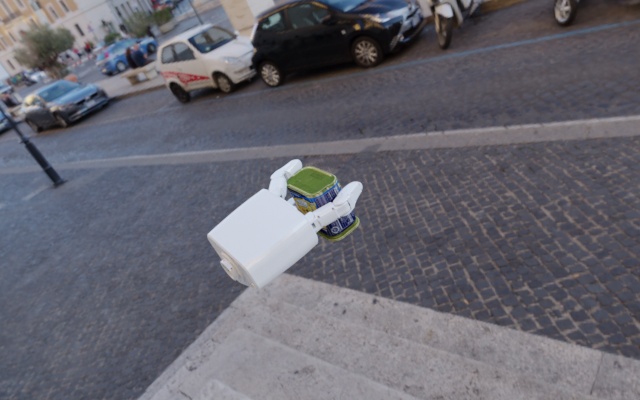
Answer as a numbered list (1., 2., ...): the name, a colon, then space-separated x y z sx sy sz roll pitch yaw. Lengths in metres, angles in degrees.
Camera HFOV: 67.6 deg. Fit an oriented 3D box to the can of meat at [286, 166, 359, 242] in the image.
1. can of meat: 0.000 0.002 0.711 0.057 0.084 0.102 -37 30 -18
